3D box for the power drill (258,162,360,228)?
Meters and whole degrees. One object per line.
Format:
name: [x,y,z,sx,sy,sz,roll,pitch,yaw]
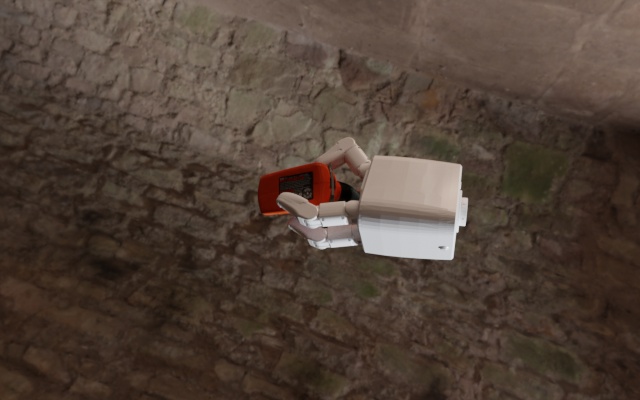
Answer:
power drill: [0.000,0.002,0.662,0.184,0.057,0.188,-12,-14,31]
